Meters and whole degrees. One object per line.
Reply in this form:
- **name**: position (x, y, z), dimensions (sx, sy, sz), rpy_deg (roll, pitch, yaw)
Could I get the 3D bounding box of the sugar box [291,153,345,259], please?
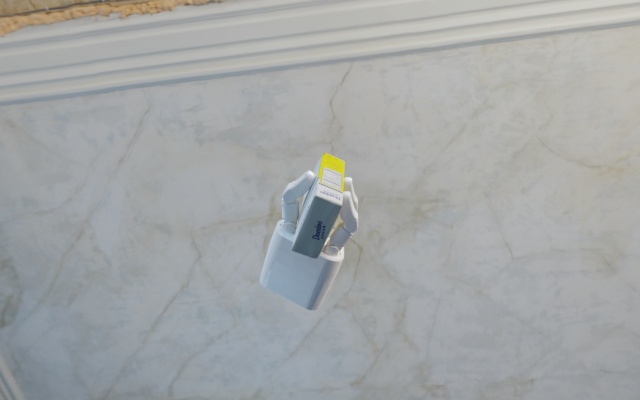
- **sugar box**: position (0.001, 0.003, 0.709), dimensions (0.048, 0.093, 0.176), rpy_deg (20, 24, -8)
